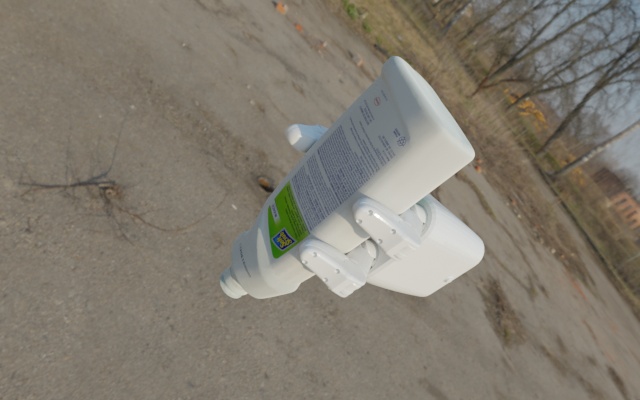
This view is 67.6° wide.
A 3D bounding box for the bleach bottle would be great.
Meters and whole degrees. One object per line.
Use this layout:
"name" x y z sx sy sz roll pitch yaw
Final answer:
"bleach bottle" 0.000 0.001 0.409 0.251 0.102 0.068 -40 -41 24
